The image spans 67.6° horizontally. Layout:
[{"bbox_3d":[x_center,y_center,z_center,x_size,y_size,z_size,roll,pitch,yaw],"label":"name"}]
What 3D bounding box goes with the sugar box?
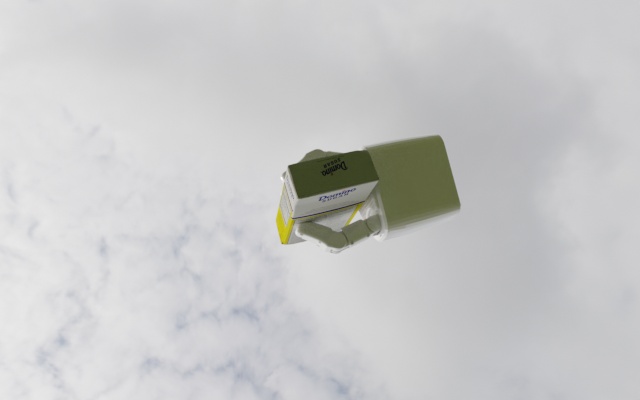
[{"bbox_3d":[0.000,0.001,0.570,0.093,0.048,0.176,-13,-20,-15],"label":"sugar box"}]
